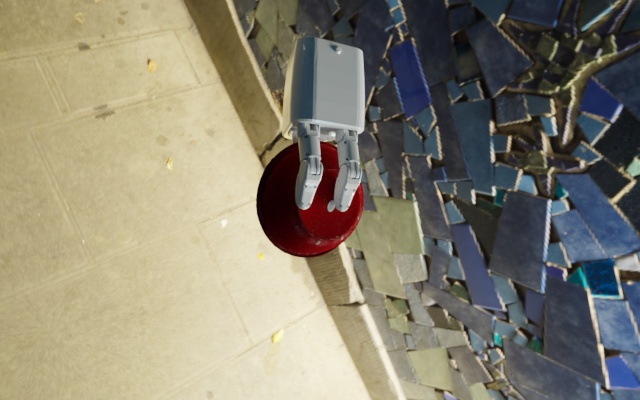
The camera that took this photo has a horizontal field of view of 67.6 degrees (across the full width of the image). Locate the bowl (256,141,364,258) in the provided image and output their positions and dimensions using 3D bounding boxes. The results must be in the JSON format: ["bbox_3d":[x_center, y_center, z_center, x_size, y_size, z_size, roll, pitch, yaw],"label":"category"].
[{"bbox_3d":[0.000,0.003,0.627,0.162,0.162,0.055,0,7,-28],"label":"bowl"}]
